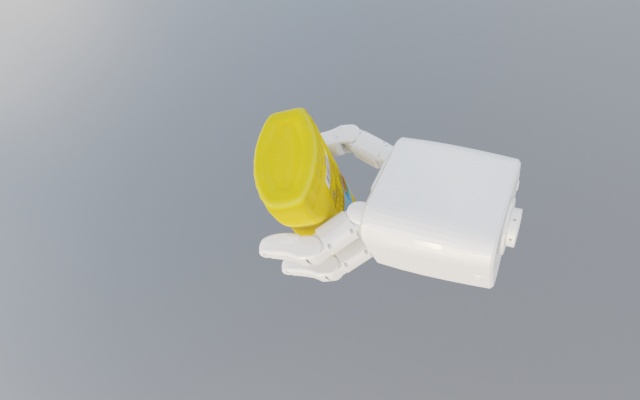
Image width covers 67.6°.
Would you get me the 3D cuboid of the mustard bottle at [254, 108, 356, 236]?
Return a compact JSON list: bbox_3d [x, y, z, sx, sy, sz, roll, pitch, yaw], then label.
[{"bbox_3d":[0.000,0.001,0.465,0.058,0.096,0.192,-11,-27,15],"label":"mustard bottle"}]
